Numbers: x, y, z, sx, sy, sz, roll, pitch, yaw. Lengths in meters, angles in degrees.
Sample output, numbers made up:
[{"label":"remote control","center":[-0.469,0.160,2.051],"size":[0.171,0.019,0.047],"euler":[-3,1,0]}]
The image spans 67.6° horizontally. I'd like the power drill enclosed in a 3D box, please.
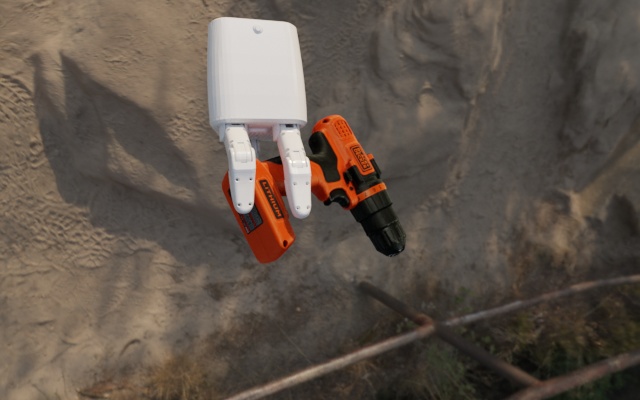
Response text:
[{"label":"power drill","center":[0.000,0.002,0.526],"size":[0.187,0.184,0.057],"euler":[-21,-12,-43]}]
